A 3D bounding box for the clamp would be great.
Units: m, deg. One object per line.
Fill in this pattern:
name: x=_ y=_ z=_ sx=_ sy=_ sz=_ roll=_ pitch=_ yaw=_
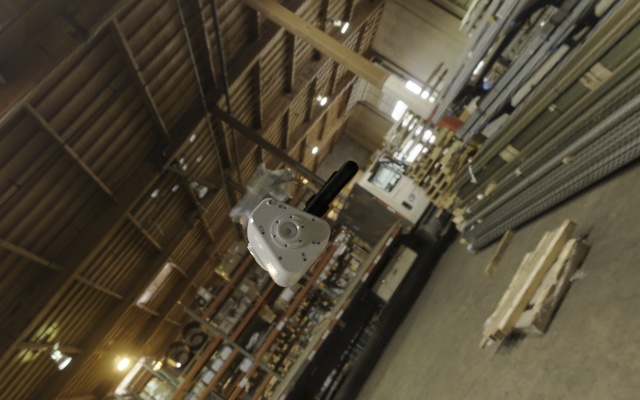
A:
clamp: x=0.000 y=0.002 z=0.784 sx=0.039 sy=0.171 sz=0.120 roll=36 pitch=-19 yaw=1
